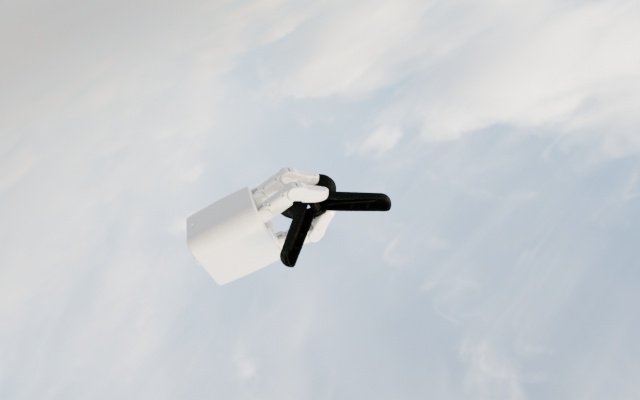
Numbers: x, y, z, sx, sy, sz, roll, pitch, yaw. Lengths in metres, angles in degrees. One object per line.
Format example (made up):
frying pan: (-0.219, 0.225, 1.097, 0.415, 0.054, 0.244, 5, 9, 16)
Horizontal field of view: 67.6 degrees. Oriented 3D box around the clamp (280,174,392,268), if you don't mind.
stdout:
clamp: (0.000, 0.003, 0.698, 0.164, 0.036, 0.210, -26, 30, -3)
